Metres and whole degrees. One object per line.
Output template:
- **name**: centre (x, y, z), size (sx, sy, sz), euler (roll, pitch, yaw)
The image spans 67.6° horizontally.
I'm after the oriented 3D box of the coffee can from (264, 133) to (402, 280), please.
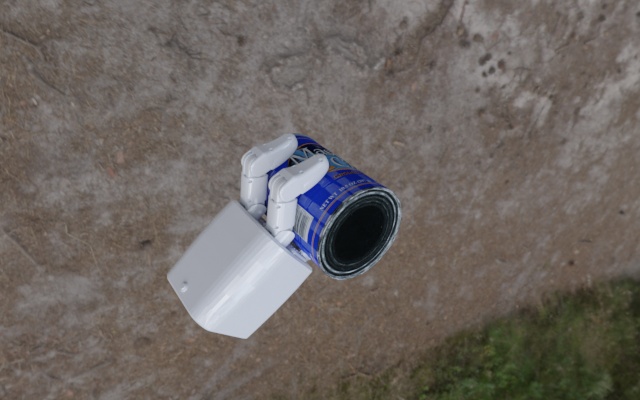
- **coffee can**: centre (0.000, 0.001, 0.504), size (0.103, 0.103, 0.140), euler (0, 27, -40)
